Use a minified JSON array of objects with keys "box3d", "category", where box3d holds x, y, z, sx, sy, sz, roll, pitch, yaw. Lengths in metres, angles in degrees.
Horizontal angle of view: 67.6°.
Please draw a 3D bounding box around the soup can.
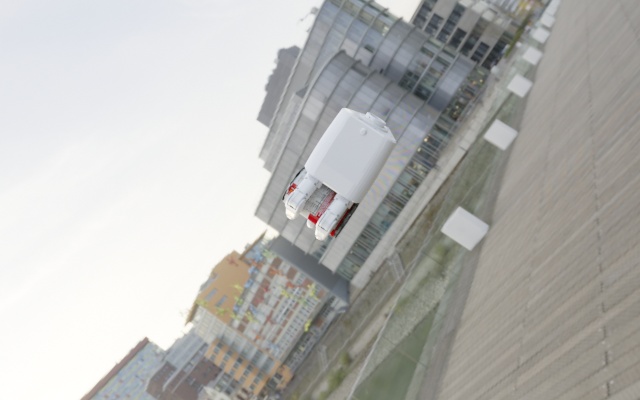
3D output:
[{"box3d":[0.000,0.003,0.741,0.102,0.068,0.068,34,4,7],"category":"soup can"}]
